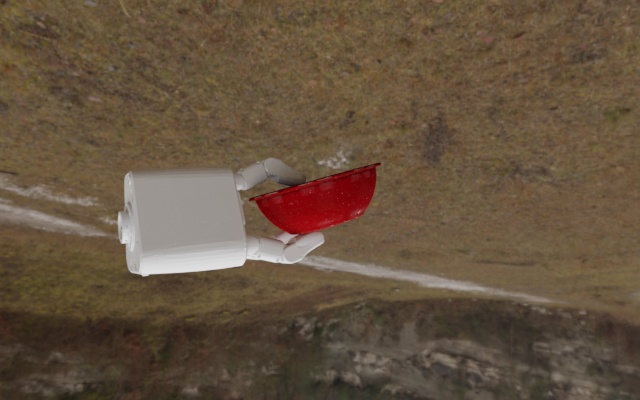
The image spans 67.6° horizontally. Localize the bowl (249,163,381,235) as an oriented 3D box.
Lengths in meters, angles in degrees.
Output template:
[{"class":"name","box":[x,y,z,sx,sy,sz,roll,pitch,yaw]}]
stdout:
[{"class":"bowl","box":[0.001,0.002,0.567,0.162,0.055,0.162,-16,2,1]}]
